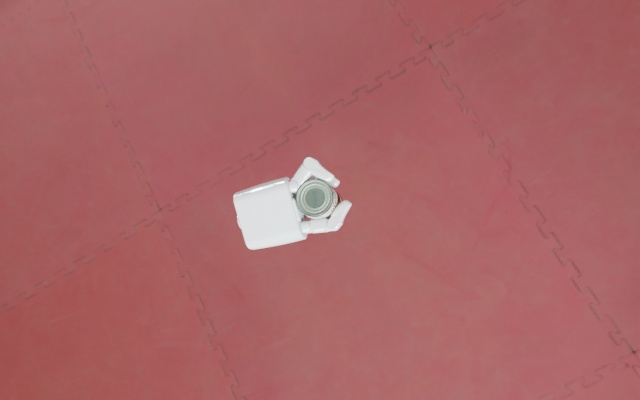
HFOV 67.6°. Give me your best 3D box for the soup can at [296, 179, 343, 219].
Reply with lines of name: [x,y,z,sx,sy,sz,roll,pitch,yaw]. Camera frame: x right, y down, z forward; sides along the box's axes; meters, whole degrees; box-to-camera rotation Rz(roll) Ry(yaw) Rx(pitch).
soup can: [0.001,0.003,0.868,0.068,0.068,0.102,0,-9,13]
